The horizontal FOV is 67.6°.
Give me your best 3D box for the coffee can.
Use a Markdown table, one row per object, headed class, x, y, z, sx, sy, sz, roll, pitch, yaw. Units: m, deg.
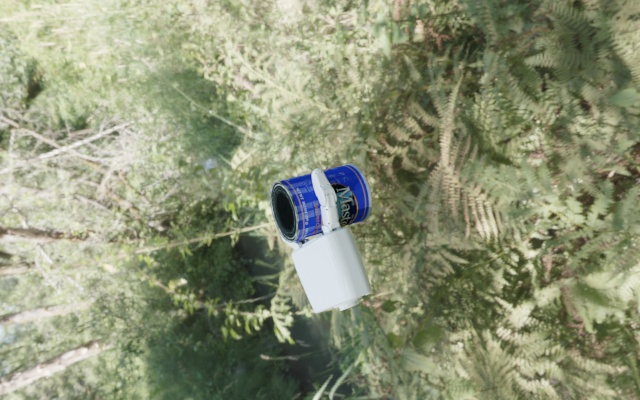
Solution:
| class | x | y | z | sx | sy | sz | roll | pitch | yaw |
| --- | --- | --- | --- | --- | --- | --- | --- | --- | --- |
| coffee can | 0.000 | 0.002 | 0.795 | 0.140 | 0.103 | 0.103 | -15 | 7 | -26 |
